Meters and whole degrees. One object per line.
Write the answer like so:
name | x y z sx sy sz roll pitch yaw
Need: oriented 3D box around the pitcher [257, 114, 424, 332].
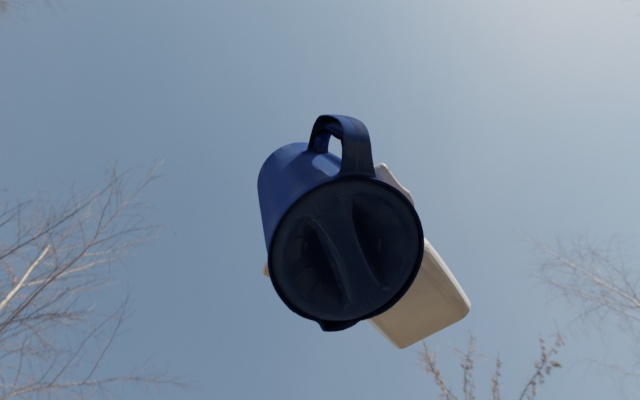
pitcher | 0.000 0.002 0.494 0.149 0.145 0.242 -42 22 2
